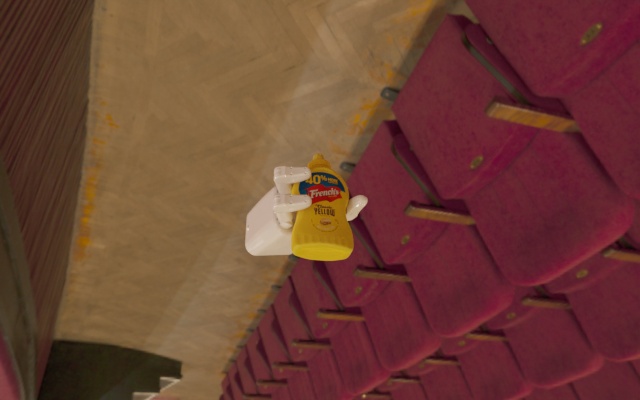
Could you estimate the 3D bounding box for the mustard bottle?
[{"bbox_3d":[0.000,0.003,0.791,0.096,0.191,0.058,5,-34,-11],"label":"mustard bottle"}]
